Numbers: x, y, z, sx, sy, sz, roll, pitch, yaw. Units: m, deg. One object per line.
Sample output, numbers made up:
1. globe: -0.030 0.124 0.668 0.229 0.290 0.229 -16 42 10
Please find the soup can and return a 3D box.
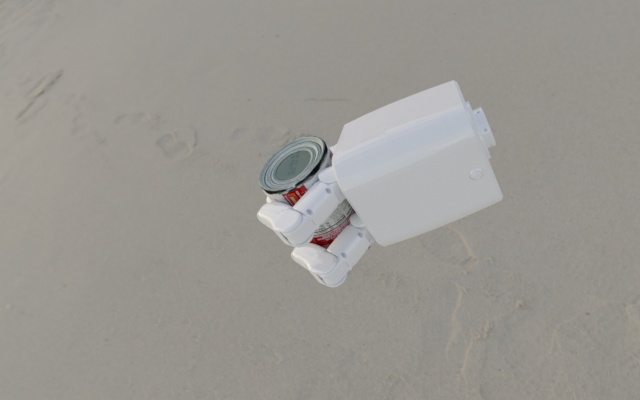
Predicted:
1. soup can: -0.001 0.001 0.426 0.068 0.068 0.102 0 -41 40
